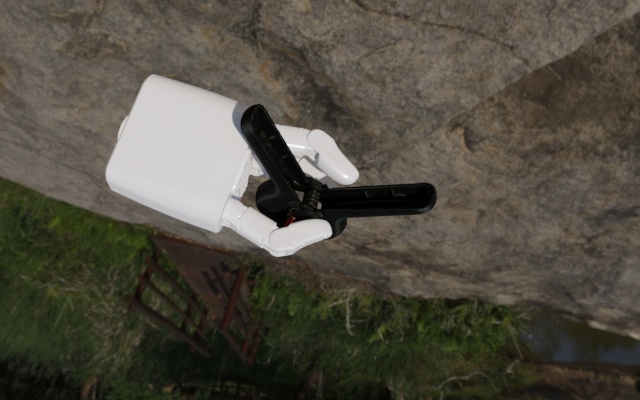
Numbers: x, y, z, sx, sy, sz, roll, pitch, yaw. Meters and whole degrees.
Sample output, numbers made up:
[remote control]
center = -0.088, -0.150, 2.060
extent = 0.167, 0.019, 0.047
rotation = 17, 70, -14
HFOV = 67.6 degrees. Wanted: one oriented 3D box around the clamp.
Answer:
[clamp]
center = -0.001, 0.002, 0.445
extent = 0.164, 0.036, 0.210
rotation = 22, -25, -2
